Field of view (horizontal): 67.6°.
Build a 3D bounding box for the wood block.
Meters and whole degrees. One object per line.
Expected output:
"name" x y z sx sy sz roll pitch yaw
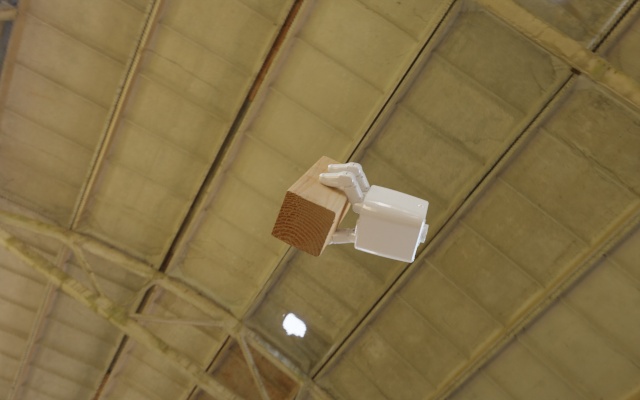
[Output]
"wood block" 0.000 0.003 0.851 0.090 0.091 0.206 25 25 7
